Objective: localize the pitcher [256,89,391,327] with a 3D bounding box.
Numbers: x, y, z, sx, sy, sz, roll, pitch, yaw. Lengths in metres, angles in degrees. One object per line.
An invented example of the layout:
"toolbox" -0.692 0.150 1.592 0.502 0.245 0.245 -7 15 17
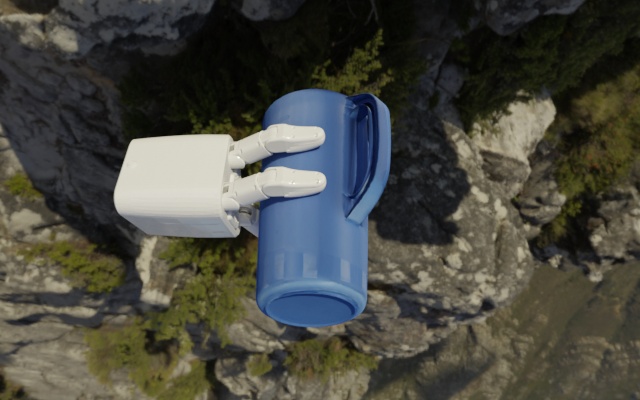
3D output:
"pitcher" 0.000 0.002 0.518 0.145 0.242 0.149 1 -34 0
